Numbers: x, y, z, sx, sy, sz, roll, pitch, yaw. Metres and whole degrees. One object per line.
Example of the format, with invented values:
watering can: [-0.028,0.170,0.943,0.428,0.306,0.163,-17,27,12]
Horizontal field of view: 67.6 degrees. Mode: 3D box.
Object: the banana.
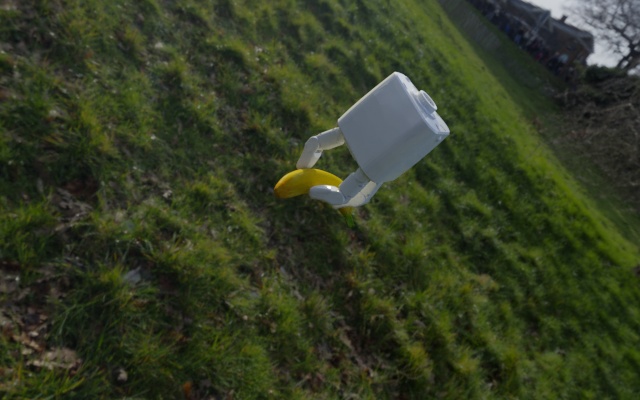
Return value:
banana: [0.001,-0.014,0.730,0.037,0.069,0.198,-20,-27,32]
